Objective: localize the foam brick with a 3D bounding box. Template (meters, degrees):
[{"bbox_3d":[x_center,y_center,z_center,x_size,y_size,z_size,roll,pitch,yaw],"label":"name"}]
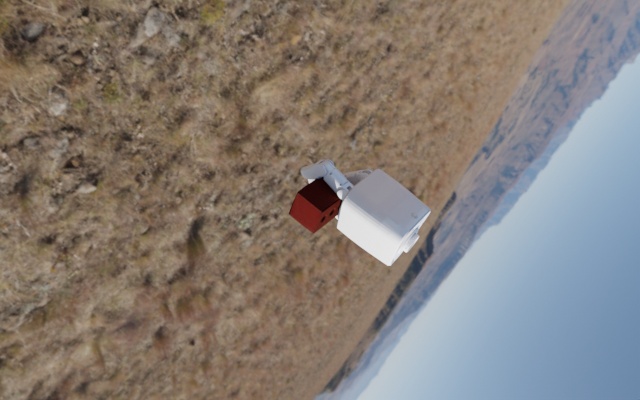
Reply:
[{"bbox_3d":[0.000,0.003,0.732,0.051,0.053,0.078,40,48,16],"label":"foam brick"}]
